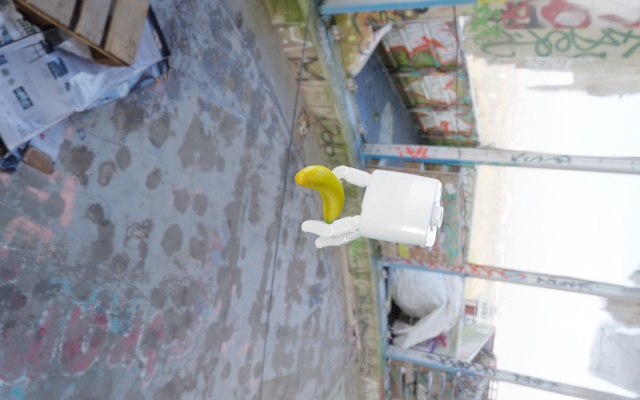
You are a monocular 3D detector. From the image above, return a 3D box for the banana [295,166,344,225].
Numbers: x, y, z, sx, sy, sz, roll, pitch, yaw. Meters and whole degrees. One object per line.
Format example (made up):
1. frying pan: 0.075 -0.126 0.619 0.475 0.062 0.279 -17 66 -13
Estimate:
1. banana: 0.007 -0.012 0.755 0.037 0.069 0.198 12 -23 20
